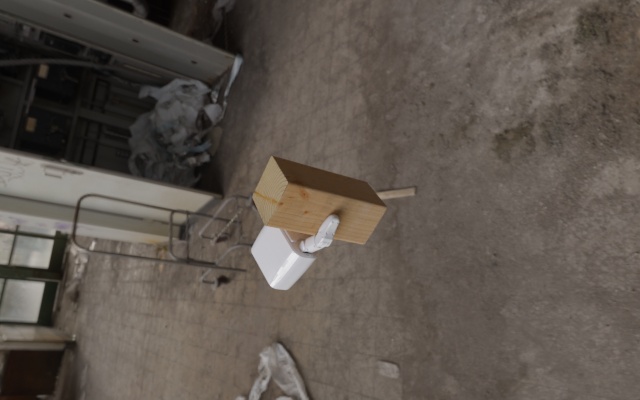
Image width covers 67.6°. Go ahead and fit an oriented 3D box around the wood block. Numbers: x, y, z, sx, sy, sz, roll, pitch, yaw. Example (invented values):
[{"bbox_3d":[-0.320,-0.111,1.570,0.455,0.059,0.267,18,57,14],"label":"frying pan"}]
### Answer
[{"bbox_3d":[0.000,0.003,0.838,0.206,0.090,0.090,13,28,-33],"label":"wood block"}]
